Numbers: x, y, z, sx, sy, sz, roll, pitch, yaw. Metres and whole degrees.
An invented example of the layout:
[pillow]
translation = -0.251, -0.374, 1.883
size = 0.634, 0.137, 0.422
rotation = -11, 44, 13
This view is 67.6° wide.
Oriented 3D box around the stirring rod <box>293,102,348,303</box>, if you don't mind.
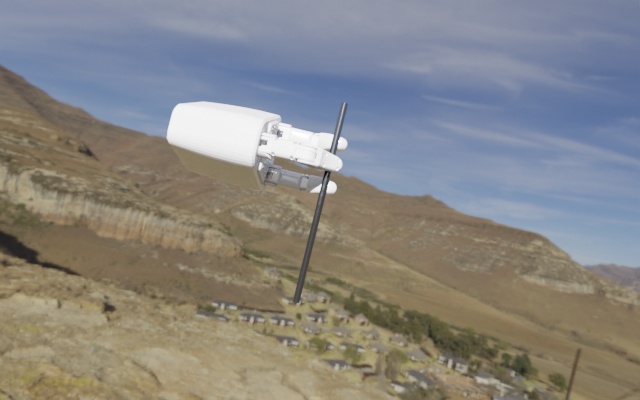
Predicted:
[stirring rod]
translation = 0.000, 0.002, 0.561
size = 0.011, 0.239, 0.011
rotation = 14, -2, 0
